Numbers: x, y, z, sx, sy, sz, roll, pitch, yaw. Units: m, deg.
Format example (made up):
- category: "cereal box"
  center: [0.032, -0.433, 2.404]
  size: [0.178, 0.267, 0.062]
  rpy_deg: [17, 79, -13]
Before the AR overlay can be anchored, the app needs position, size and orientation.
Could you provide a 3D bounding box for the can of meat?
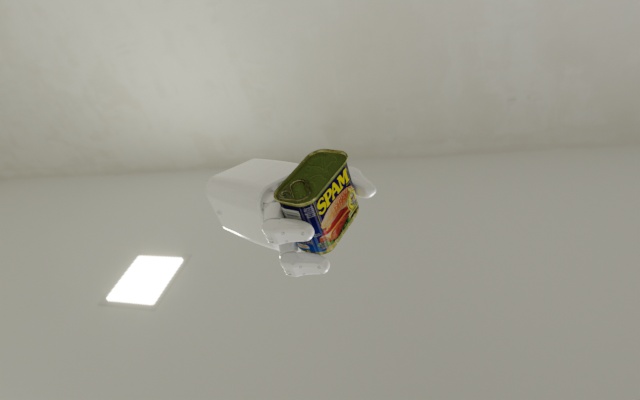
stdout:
- category: "can of meat"
  center: [0.000, 0.002, 0.572]
  size: [0.057, 0.084, 0.102]
  rpy_deg: [10, 45, 33]
